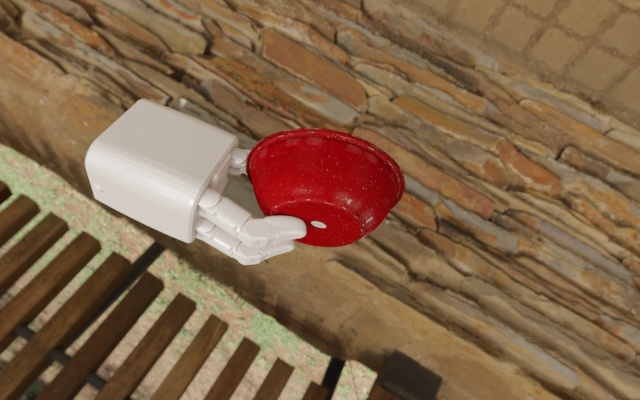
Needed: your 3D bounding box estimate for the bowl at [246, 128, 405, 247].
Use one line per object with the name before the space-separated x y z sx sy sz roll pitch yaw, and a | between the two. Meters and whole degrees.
bowl | 0.001 0.002 0.469 0.162 0.055 0.162 7 -31 4
